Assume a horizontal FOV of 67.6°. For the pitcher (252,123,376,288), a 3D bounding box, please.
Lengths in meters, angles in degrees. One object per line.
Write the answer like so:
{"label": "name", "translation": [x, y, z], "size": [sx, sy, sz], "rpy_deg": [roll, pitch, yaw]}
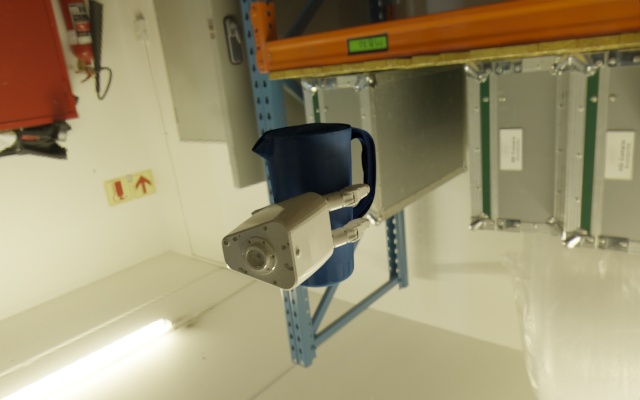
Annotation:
{"label": "pitcher", "translation": [0.000, 0.002, 0.737], "size": [0.149, 0.243, 0.145], "rpy_deg": [2, 18, 25]}
